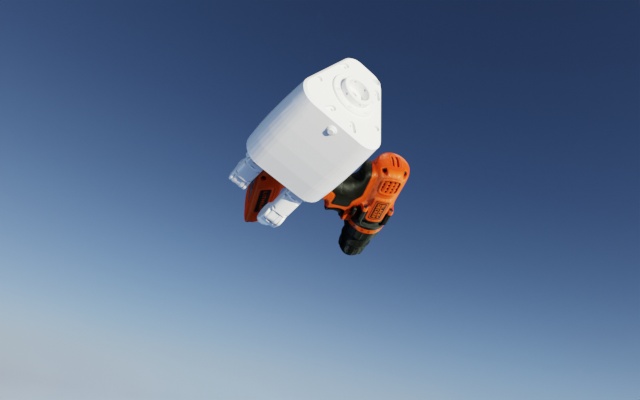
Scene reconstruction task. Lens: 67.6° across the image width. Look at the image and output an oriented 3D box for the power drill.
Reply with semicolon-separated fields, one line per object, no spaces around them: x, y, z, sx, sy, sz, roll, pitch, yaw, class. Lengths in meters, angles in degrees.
0.000;0.002;0.617;0.187;0.057;0.185;8;-44;-15;power drill
